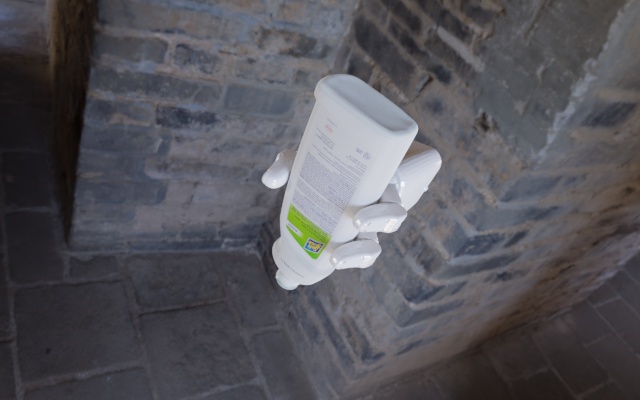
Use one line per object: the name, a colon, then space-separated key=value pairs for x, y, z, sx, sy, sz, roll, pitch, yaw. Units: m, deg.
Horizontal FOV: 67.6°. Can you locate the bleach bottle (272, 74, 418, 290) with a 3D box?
bleach bottle: x=0.000 y=0.002 z=0.506 sx=0.102 sy=0.251 sz=0.068 roll=41 pitch=39 yaw=18
